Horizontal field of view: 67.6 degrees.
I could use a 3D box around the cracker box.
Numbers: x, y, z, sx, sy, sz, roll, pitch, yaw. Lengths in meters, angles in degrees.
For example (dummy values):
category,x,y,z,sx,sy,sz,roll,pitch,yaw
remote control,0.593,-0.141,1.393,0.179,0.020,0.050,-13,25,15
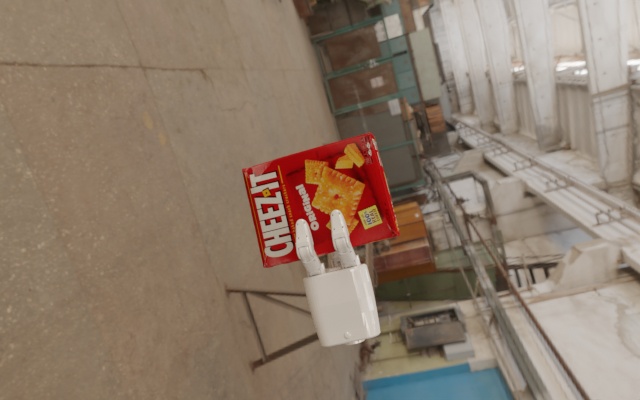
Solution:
category,x,y,z,sx,sy,sz,roll,pitch,yaw
cracker box,0.000,0.002,0.747,0.214,0.164,0.072,-15,-7,10
